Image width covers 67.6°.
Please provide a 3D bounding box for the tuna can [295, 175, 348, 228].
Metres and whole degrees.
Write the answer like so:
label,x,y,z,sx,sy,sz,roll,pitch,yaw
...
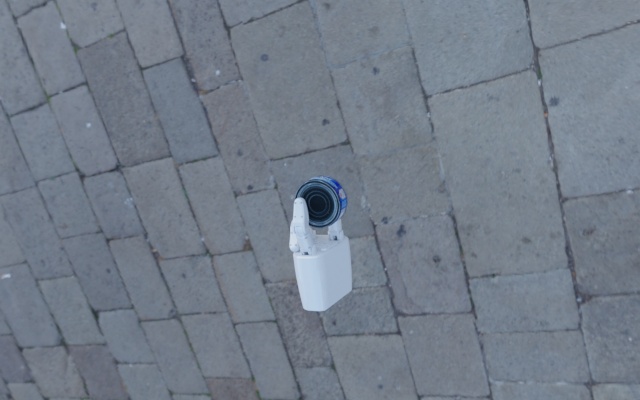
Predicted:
label,x,y,z,sx,sy,sz,roll,pitch,yaw
tuna can,0.000,0.003,0.804,0.086,0.086,0.033,0,14,24
